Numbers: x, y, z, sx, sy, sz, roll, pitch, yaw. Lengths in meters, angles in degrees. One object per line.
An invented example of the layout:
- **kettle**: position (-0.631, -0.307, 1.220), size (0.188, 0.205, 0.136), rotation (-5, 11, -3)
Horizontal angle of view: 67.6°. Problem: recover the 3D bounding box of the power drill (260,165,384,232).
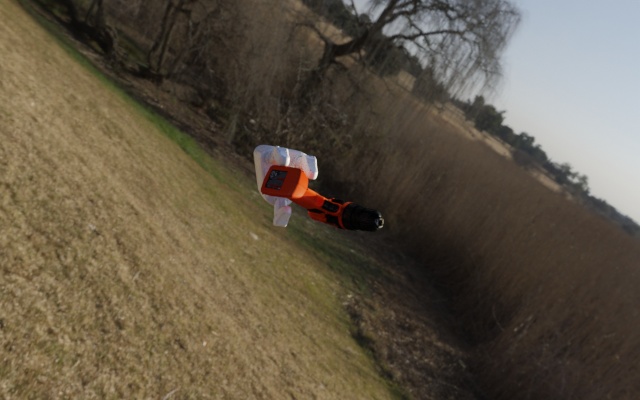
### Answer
- **power drill**: position (0.000, 0.003, 0.859), size (0.188, 0.057, 0.184), rotation (31, -15, -39)
